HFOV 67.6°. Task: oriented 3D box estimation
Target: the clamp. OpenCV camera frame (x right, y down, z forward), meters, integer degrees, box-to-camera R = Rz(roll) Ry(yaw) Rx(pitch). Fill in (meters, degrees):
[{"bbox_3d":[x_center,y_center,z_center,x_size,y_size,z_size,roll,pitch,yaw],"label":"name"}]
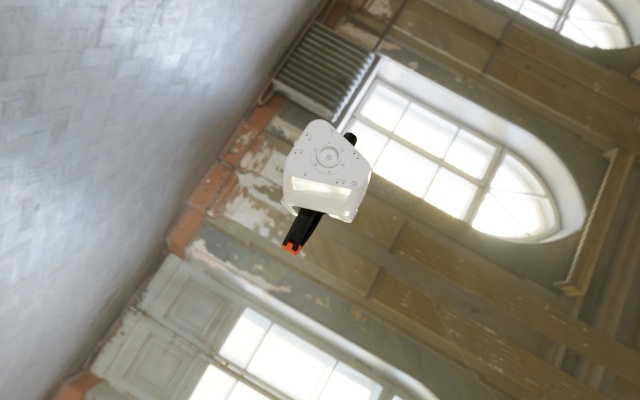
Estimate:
[{"bbox_3d":[0.001,0.003,0.805,0.036,0.210,0.165,28,-18,10],"label":"clamp"}]
